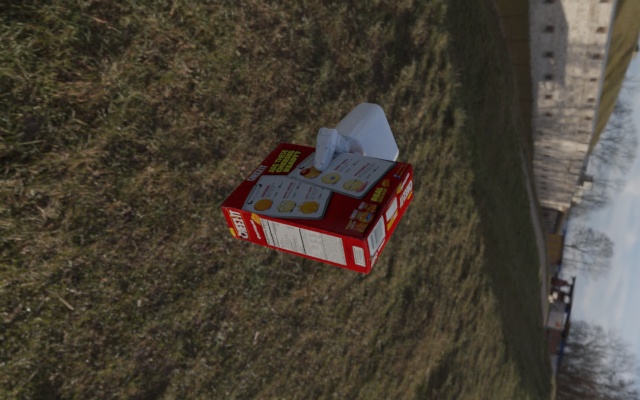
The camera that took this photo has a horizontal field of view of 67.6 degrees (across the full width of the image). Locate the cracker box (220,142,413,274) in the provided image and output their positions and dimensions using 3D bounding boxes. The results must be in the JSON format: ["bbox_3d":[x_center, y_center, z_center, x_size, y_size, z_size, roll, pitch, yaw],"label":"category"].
[{"bbox_3d":[0.000,0.002,0.660,0.213,0.072,0.164,12,43,27],"label":"cracker box"}]
